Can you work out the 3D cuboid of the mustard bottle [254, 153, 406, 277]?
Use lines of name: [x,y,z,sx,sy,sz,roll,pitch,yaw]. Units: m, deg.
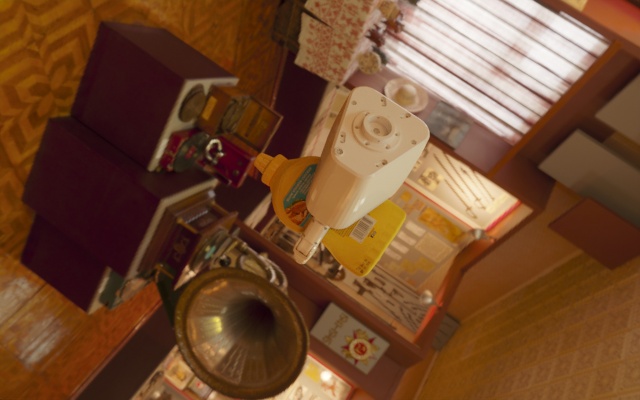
mustard bottle: [0.000,0.002,0.581,0.191,0.096,0.058,35,-6,6]
